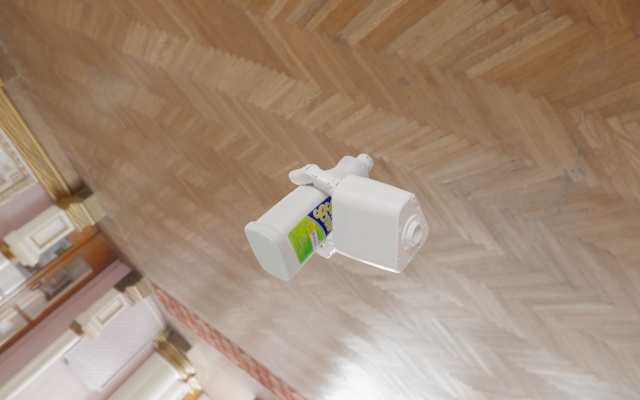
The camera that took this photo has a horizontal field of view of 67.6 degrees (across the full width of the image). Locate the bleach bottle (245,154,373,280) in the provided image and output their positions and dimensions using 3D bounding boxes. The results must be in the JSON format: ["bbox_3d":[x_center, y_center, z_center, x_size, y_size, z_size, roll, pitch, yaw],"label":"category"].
[{"bbox_3d":[0.000,0.002,0.733,0.068,0.103,0.250,18,50,36],"label":"bleach bottle"}]
